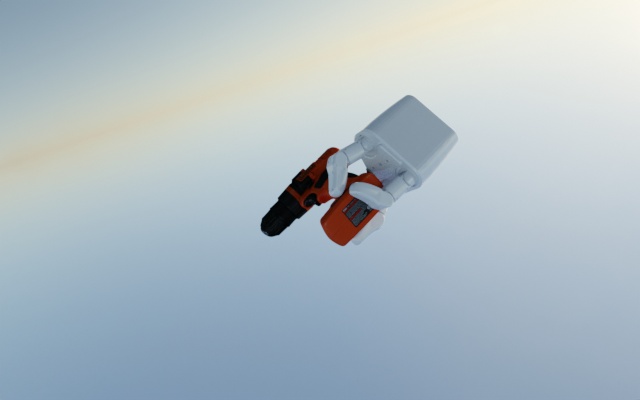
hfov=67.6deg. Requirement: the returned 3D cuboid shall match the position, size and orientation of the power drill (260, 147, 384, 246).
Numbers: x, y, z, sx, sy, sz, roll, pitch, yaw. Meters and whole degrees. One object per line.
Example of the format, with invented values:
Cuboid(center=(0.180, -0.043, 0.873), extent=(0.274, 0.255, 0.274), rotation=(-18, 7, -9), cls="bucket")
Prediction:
Cuboid(center=(0.001, 0.002, 0.713), extent=(0.057, 0.184, 0.187), rotation=(46, -8, -29), cls="power drill")
